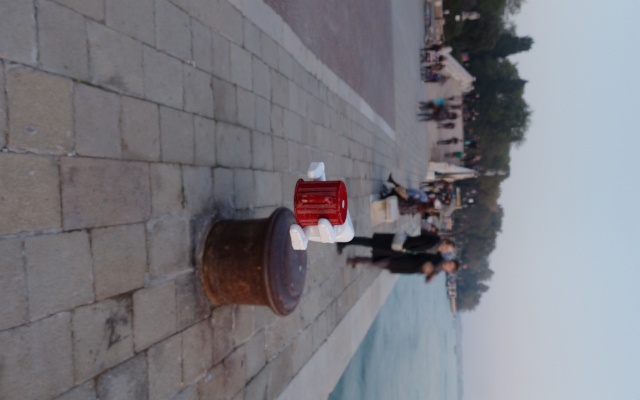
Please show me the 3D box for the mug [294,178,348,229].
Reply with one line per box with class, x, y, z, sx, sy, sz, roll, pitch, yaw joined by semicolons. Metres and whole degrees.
mug;0.000;0.002;0.857;0.081;0.093;0.117;-1;-10;14
